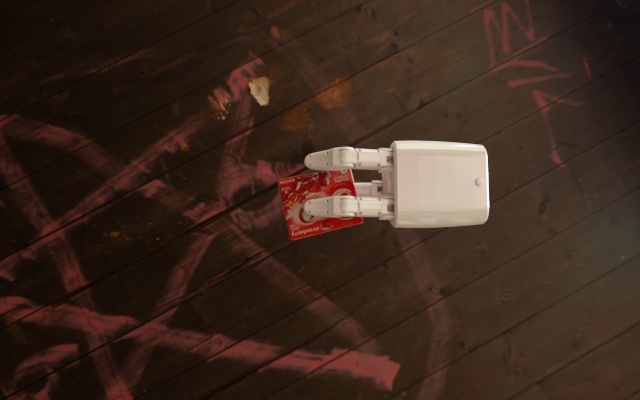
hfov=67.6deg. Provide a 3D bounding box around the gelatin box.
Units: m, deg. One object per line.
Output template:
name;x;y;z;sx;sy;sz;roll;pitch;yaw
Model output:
gelatin box;0.000;0.002;0.569;0.089;0.073;0.030;-13;-2;2
